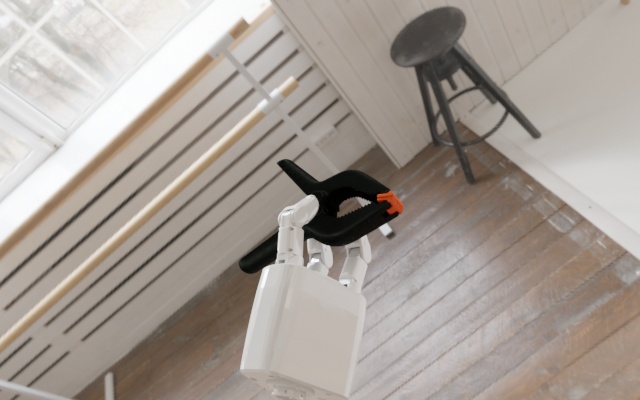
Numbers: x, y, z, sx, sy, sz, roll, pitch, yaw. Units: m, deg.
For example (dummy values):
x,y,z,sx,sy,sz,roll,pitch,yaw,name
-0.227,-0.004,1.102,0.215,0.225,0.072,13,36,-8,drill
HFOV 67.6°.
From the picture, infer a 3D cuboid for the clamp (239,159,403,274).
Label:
x,y,z,sx,sy,sz,roll,pitch,yaw,name
0.000,0.002,0.565,0.210,0.164,0.036,-13,-38,35,clamp
